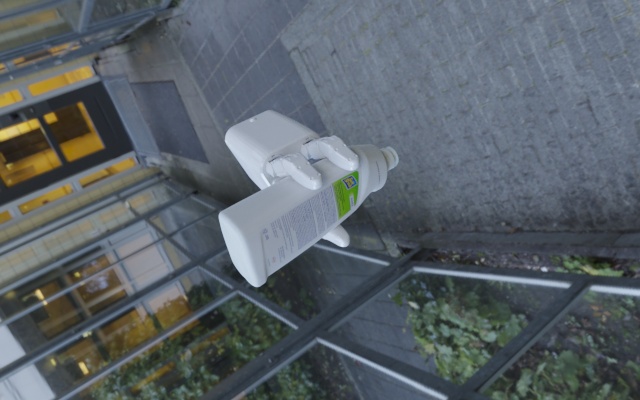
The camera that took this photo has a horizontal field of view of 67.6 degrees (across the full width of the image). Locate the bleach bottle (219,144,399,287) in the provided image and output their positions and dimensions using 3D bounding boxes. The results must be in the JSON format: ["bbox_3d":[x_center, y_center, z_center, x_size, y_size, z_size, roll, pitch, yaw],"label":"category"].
[{"bbox_3d":[0.000,0.002,0.608,0.251,0.103,0.068,-30,43,-25],"label":"bleach bottle"}]
